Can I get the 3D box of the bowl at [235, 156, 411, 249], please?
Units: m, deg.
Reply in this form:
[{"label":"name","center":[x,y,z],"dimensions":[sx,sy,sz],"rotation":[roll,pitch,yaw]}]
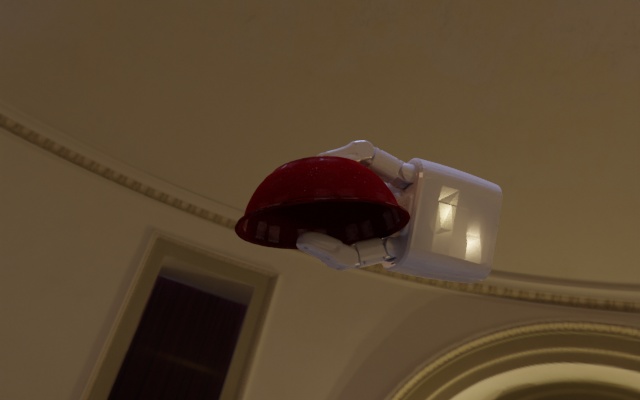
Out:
[{"label":"bowl","center":[-0.001,0.001,0.450],"dimensions":[0.162,0.055,0.162],"rotation":[-4,-19,-1]}]
